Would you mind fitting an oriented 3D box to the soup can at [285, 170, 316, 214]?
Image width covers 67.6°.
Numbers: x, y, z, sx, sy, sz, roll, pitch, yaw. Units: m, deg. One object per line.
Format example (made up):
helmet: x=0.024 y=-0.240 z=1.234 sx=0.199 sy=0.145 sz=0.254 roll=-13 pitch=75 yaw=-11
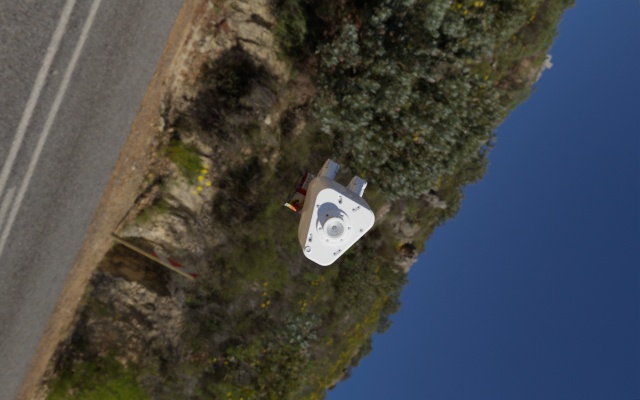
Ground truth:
soup can: x=0.000 y=0.003 z=0.805 sx=0.102 sy=0.068 sz=0.068 roll=30 pitch=-5 yaw=-9
